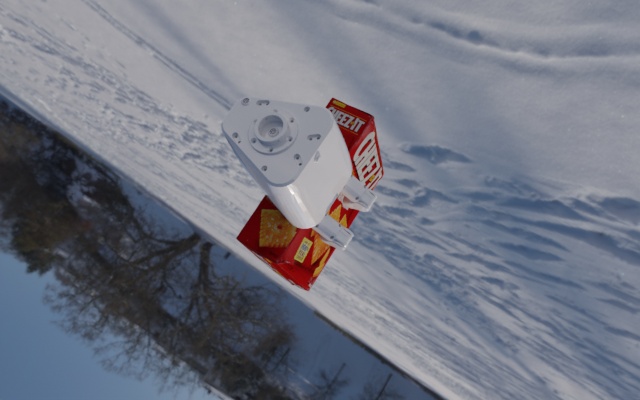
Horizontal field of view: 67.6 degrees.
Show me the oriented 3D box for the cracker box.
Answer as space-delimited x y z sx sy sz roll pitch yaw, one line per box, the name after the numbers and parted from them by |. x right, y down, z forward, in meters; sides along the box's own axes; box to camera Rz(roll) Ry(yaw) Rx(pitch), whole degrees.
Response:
0.000 0.002 0.629 0.072 0.213 0.164 29 -14 21 | cracker box
